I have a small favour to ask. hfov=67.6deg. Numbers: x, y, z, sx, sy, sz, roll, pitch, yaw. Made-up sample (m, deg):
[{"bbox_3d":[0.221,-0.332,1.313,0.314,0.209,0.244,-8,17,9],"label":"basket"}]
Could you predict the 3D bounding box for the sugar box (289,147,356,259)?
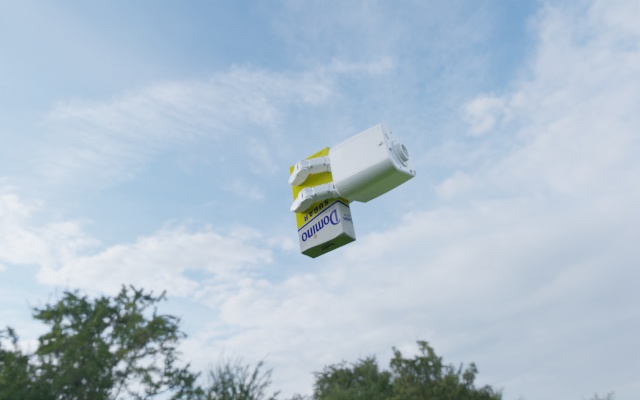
[{"bbox_3d":[0.000,0.002,0.835,0.093,0.176,0.048,-27,-36,27],"label":"sugar box"}]
